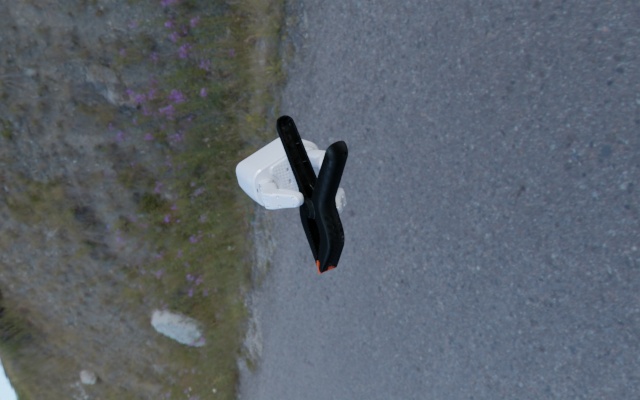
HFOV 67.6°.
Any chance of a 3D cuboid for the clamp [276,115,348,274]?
[{"bbox_3d":[-0.001,0.003,0.600,0.036,0.210,0.164,-18,20,-20],"label":"clamp"}]
